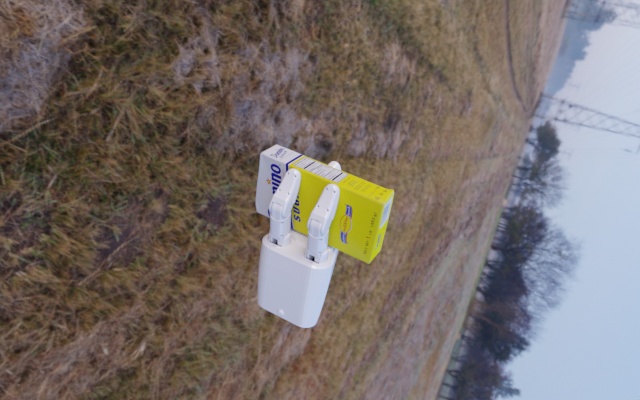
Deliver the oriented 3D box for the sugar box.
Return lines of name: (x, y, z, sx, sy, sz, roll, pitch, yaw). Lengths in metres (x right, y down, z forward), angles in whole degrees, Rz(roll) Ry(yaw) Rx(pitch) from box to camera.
sugar box: (0.000, 0.002, 0.612, 0.176, 0.093, 0.048, 21, 33, 19)
